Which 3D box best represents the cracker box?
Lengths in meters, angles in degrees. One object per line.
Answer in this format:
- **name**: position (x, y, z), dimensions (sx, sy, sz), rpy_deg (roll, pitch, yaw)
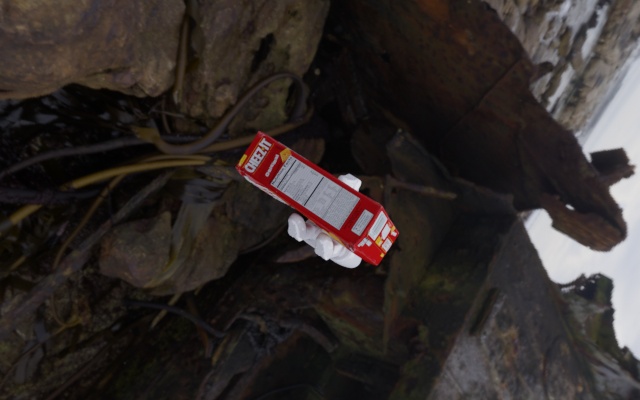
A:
- **cracker box**: position (0.000, 0.002, 0.701), dimensions (0.213, 0.072, 0.164), rpy_deg (33, -4, 22)
